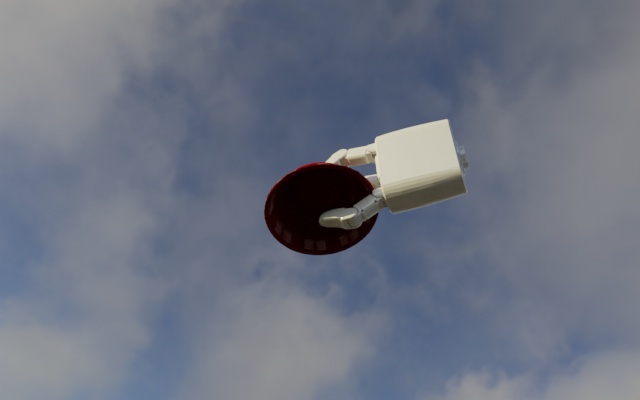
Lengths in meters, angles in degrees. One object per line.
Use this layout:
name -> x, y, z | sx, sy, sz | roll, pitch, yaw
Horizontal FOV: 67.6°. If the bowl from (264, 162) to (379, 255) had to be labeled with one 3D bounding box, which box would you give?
bowl -> -0.001, 0.002, 0.688 | 0.162, 0.162, 0.055 | 0, 36, -6
